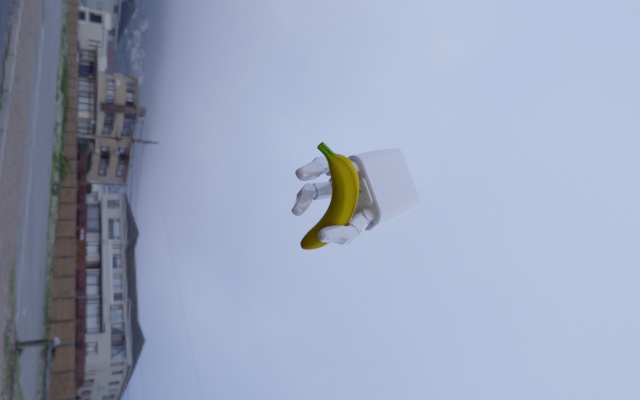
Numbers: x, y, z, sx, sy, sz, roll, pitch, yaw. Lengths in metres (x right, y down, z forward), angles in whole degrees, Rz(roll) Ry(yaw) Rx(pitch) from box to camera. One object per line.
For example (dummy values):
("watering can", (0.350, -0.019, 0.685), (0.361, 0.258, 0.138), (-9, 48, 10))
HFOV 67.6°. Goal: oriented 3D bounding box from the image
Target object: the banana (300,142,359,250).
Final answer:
("banana", (0.016, 0.008, 0.691), (0.069, 0.198, 0.037), (27, 39, 19))
